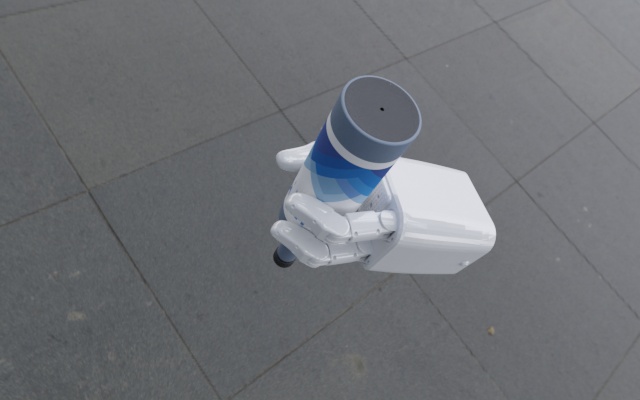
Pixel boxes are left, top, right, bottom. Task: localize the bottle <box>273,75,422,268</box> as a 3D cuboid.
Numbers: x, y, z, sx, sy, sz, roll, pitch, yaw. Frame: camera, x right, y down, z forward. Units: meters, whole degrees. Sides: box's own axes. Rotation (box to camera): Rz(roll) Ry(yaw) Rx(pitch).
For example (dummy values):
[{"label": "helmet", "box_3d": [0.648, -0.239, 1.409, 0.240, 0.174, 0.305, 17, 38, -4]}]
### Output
[{"label": "bottle", "box_3d": [0.000, 0.001, 0.478, 0.069, 0.069, 0.296, 0, -29, -21]}]
